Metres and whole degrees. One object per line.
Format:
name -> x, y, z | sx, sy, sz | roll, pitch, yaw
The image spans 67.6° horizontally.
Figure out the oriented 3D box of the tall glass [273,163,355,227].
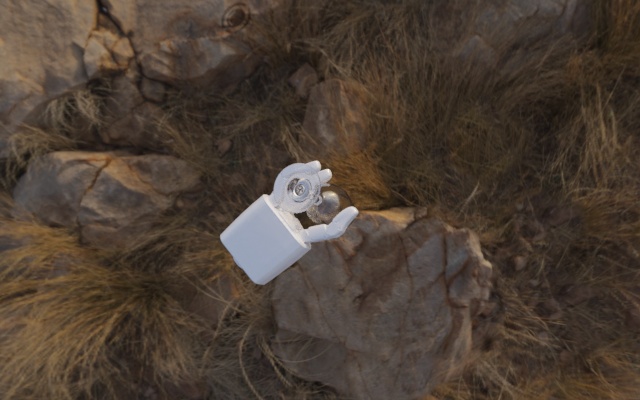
tall glass -> 0.000, 0.002, 0.777 | 0.079, 0.079, 0.201 | 0, -12, 21
